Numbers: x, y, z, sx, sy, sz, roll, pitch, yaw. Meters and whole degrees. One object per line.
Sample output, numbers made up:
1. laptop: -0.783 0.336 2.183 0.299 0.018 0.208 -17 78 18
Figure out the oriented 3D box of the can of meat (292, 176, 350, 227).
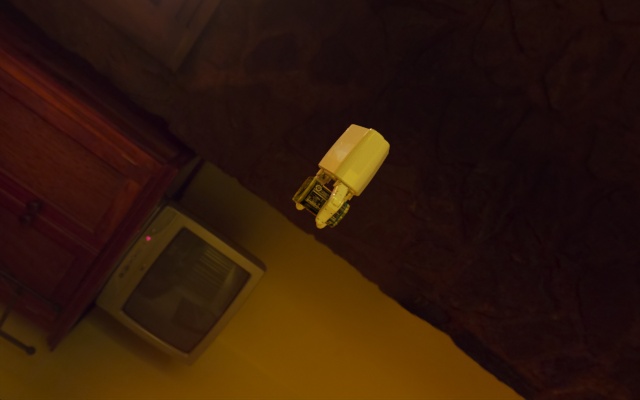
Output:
1. can of meat: 0.000 0.003 0.884 0.084 0.057 0.102 37 -2 -9
